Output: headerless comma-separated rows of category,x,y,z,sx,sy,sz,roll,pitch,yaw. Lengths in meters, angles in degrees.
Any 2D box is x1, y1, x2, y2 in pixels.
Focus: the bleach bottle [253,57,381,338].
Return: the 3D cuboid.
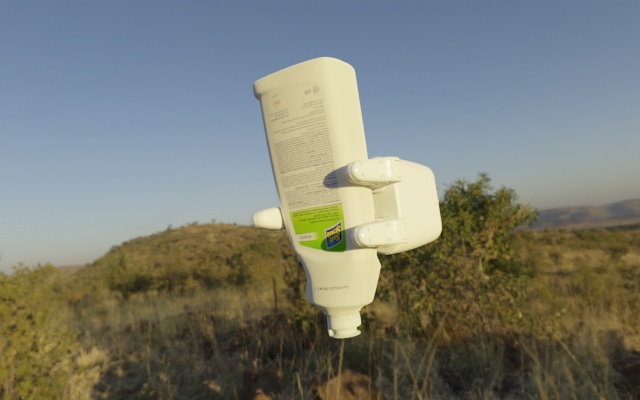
bleach bottle,0.000,0.001,0.456,0.102,0.251,0.068,-10,-5,35
